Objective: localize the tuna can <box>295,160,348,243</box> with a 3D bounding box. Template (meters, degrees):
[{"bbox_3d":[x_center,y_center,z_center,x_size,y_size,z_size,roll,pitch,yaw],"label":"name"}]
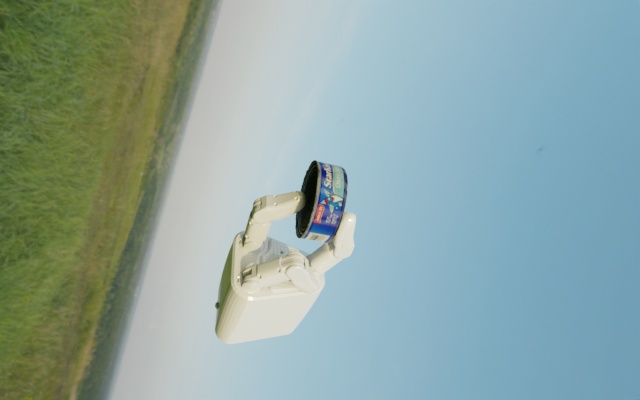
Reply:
[{"bbox_3d":[0.001,0.002,0.516,0.034,0.086,0.086,12,-3,-14],"label":"tuna can"}]
